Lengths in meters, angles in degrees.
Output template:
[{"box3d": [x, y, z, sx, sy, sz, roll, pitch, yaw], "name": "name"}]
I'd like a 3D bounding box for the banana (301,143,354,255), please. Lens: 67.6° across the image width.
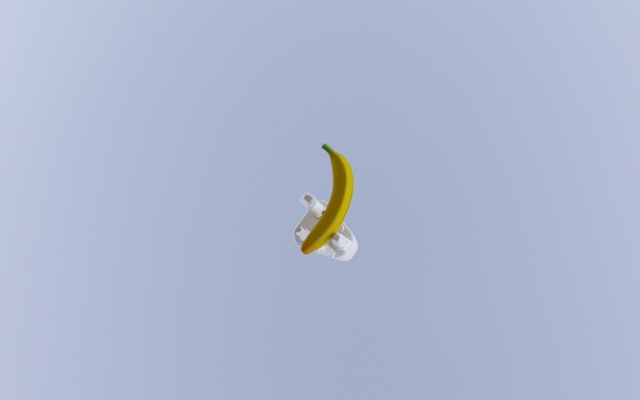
[{"box3d": [0.019, 0.002, 0.826, 0.069, 0.197, 0.037, 9, -11, 13], "name": "banana"}]
